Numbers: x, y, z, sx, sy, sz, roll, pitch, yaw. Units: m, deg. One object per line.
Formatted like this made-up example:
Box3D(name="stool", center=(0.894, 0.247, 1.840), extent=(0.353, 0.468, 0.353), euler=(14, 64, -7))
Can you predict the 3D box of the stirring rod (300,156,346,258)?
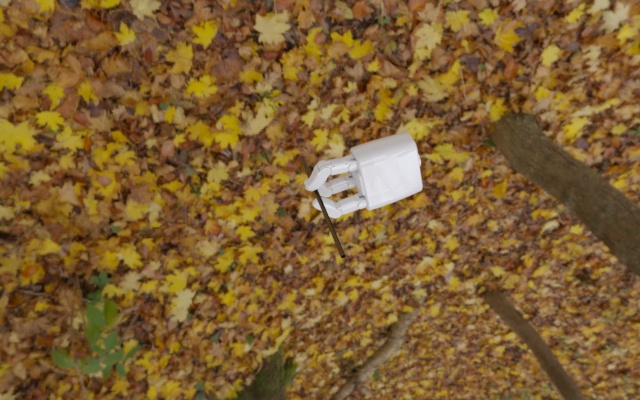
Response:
Box3D(name="stirring rod", center=(0.000, 0.003, 0.807), extent=(0.011, 0.011, 0.239), euler=(0, 44, -24))
